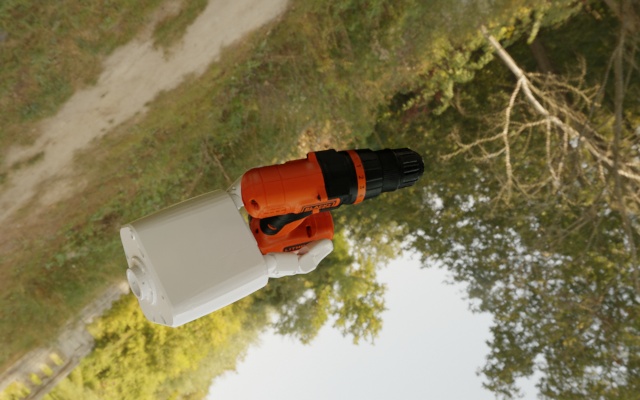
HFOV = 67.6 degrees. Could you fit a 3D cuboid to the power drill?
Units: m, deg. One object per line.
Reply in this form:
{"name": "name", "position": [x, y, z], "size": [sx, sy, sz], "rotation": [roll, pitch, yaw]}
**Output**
{"name": "power drill", "position": [0.000, 0.002, 0.518], "size": [0.184, 0.057, 0.188], "rotation": [-9, -19, -17]}
